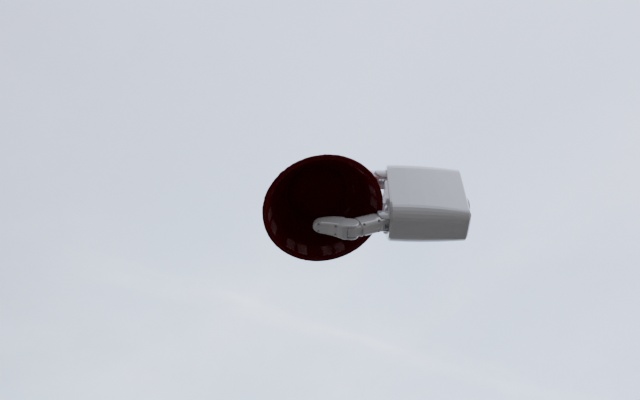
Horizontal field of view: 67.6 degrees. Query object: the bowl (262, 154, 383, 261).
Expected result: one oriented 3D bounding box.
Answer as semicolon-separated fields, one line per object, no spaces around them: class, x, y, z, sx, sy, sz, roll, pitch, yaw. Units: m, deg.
bowl;-0.001;0.002;0.649;0.162;0.162;0.055;0;29;-11
